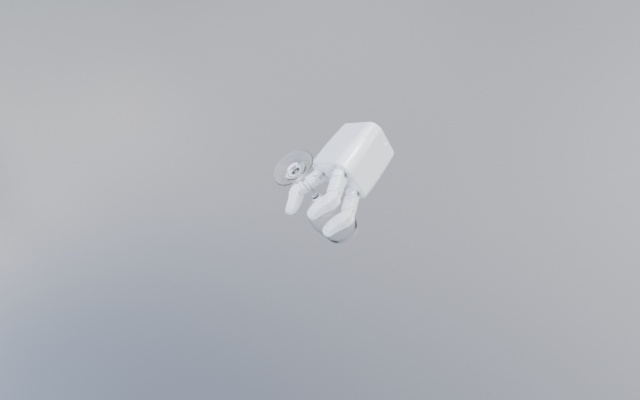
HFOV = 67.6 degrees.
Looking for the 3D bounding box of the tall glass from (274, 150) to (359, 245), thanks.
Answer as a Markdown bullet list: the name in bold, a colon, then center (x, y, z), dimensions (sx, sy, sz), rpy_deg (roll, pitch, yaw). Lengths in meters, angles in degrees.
- **tall glass**: center (0.000, 0.002, 0.849), dimensions (0.079, 0.079, 0.201), rpy_deg (0, -35, 33)
